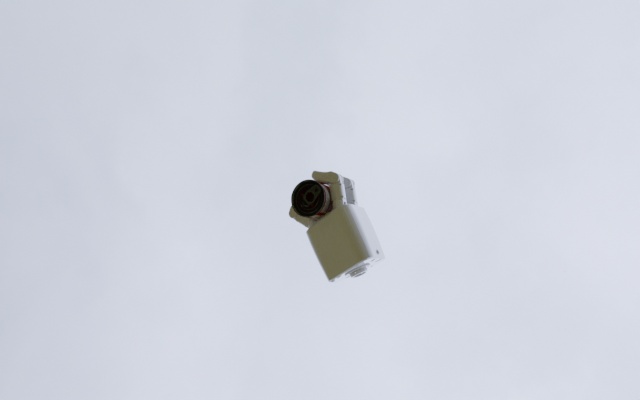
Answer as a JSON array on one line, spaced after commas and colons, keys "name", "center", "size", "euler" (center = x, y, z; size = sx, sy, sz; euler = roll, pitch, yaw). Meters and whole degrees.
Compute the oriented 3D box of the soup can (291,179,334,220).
[{"name": "soup can", "center": [0.000, 0.003, 0.884], "size": [0.068, 0.068, 0.102], "euler": [0, -8, 27]}]
